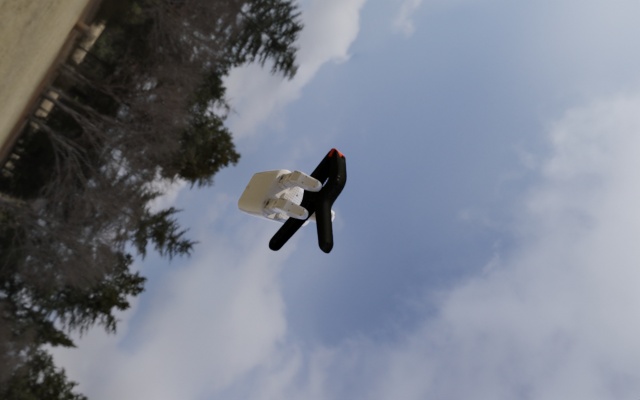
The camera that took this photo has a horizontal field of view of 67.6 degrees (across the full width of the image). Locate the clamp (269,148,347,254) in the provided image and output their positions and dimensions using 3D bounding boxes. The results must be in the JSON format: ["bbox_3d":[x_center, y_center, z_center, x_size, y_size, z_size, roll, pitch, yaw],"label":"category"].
[{"bbox_3d":[0.001,0.003,0.828,0.036,0.210,0.164,37,-18,-32],"label":"clamp"}]
